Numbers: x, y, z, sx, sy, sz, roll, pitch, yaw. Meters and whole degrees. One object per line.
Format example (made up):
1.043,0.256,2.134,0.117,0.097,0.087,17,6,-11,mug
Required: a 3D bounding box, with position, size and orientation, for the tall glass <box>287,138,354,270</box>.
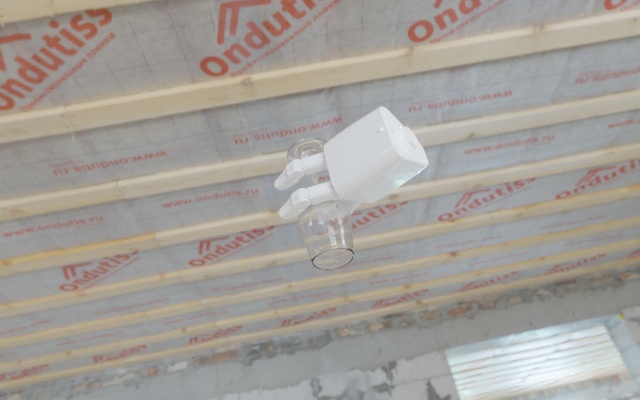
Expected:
0.000,0.002,0.729,0.079,0.201,0.079,-9,-34,-6,tall glass
